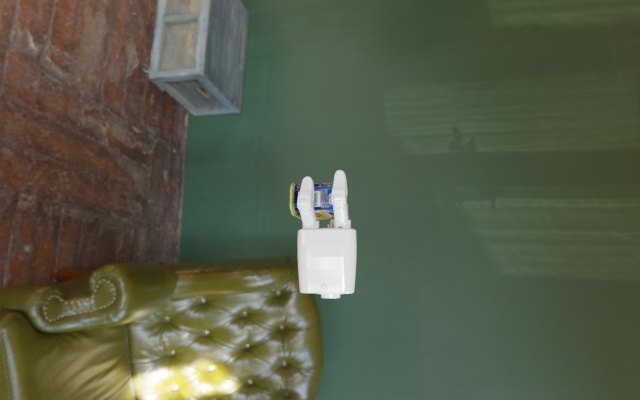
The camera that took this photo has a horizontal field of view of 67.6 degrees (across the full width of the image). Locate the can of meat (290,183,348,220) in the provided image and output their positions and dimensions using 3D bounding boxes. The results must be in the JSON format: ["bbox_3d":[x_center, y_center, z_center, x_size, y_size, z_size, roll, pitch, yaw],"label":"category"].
[{"bbox_3d":[0.000,0.003,0.847,0.084,0.057,0.102,-2,-12,13],"label":"can of meat"}]
